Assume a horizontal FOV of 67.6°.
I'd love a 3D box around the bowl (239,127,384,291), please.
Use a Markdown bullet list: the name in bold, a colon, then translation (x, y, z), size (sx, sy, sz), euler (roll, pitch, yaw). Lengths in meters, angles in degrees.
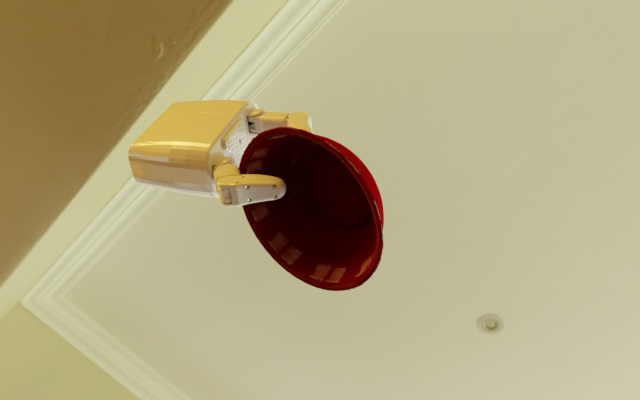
- **bowl**: translation (0.001, 0.002, 0.442), size (0.162, 0.162, 0.055), euler (0, 25, 41)
